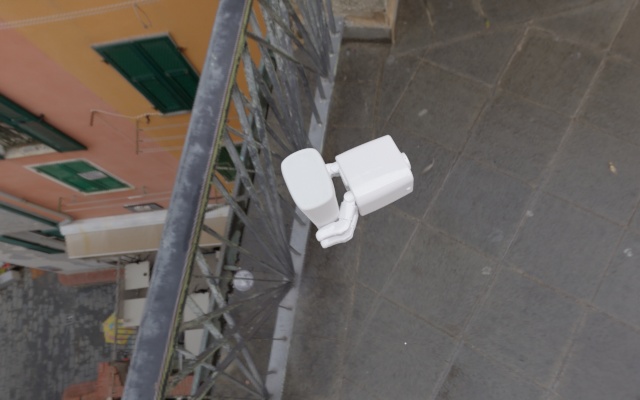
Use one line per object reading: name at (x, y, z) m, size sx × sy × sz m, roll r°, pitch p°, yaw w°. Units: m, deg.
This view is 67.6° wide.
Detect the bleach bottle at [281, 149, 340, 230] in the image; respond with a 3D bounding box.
bleach bottle at (0.000, 0.003, 0.849) m, size 0.068 × 0.102 × 0.251 m, roll -23°, pitch -19°, yaw 2°
